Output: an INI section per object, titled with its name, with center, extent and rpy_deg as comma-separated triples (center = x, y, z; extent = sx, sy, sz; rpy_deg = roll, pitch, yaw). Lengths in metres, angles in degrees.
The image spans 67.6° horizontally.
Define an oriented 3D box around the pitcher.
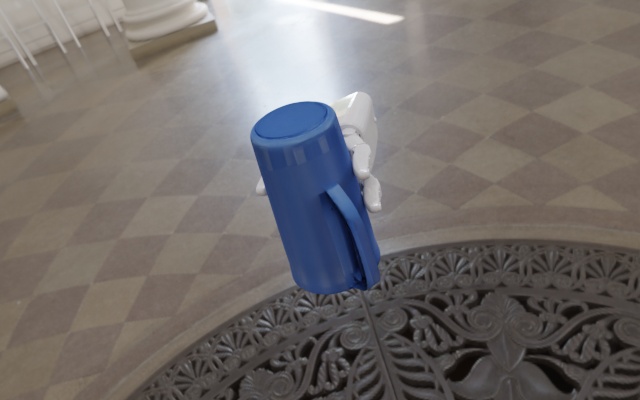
[pitcher]
center = 0.000, 0.002, 0.627
extent = 0.149, 0.243, 0.145
rpy_deg = -3, 37, 20
